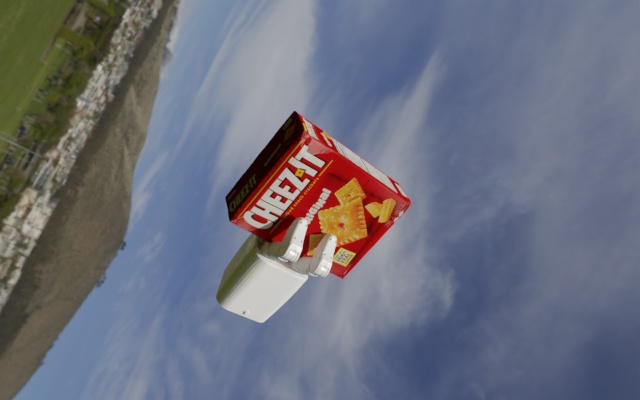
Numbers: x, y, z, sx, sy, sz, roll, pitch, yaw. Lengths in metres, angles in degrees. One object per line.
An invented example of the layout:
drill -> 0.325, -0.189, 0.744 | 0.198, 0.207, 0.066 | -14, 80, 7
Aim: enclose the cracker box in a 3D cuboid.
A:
cracker box -> 0.000, 0.002, 0.684 | 0.214, 0.164, 0.072 | 31, 19, -31
